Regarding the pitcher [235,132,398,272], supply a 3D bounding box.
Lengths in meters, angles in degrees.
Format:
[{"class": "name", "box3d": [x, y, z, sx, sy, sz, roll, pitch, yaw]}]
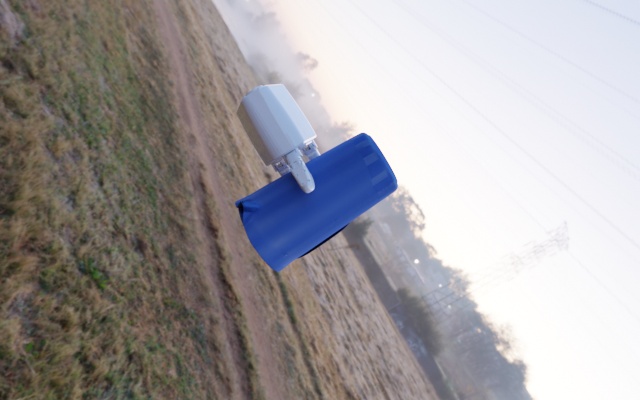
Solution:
[{"class": "pitcher", "box3d": [0.000, 0.002, 0.770, 0.243, 0.145, 0.149, -31, 5, 4]}]
